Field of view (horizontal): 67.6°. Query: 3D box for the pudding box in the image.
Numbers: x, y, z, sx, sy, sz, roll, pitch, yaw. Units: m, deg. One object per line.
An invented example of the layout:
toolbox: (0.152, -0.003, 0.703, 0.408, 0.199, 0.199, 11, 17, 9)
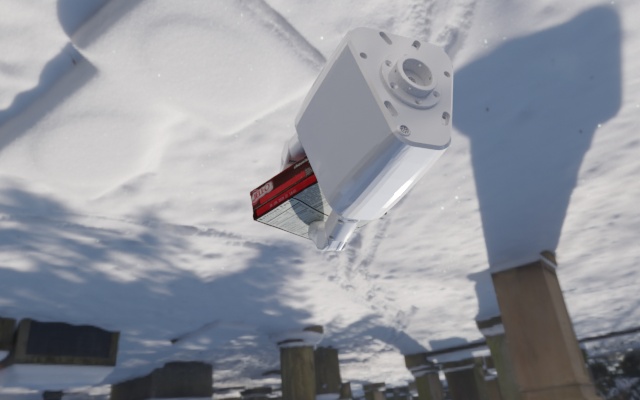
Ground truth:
pudding box: (0.000, 0.002, 0.480, 0.090, 0.039, 0.113, -29, -36, 31)
